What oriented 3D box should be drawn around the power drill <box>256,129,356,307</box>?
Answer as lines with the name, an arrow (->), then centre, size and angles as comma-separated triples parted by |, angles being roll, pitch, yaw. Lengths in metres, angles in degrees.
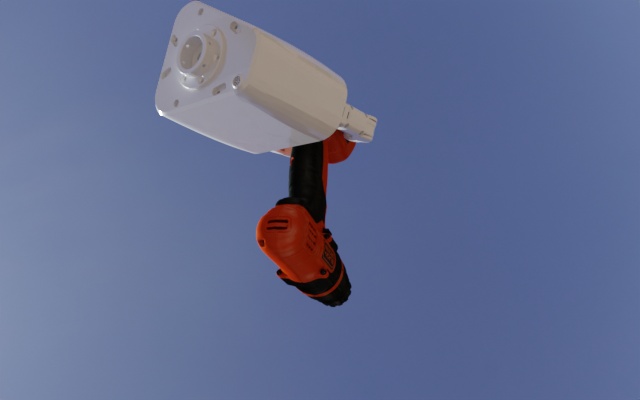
power drill -> 0.000, 0.001, 0.483 | 0.057, 0.187, 0.184 | -3, -28, 16
